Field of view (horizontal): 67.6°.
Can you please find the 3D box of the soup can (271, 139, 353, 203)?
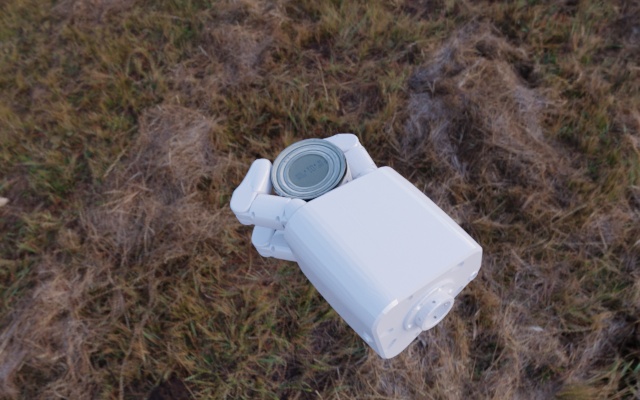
[{"bbox_3d":[0.000,0.001,0.437,0.068,0.068,0.102,0,-34,15],"label":"soup can"}]
